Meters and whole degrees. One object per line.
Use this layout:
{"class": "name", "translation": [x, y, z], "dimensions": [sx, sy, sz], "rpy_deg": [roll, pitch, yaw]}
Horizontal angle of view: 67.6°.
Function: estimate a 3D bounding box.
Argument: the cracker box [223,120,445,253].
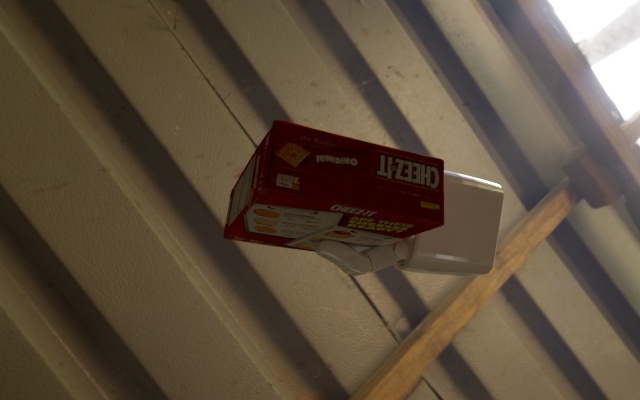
{"class": "cracker box", "translation": [0.000, 0.002, 0.493], "dimensions": [0.164, 0.072, 0.214], "rpy_deg": [10, -18, -17]}
